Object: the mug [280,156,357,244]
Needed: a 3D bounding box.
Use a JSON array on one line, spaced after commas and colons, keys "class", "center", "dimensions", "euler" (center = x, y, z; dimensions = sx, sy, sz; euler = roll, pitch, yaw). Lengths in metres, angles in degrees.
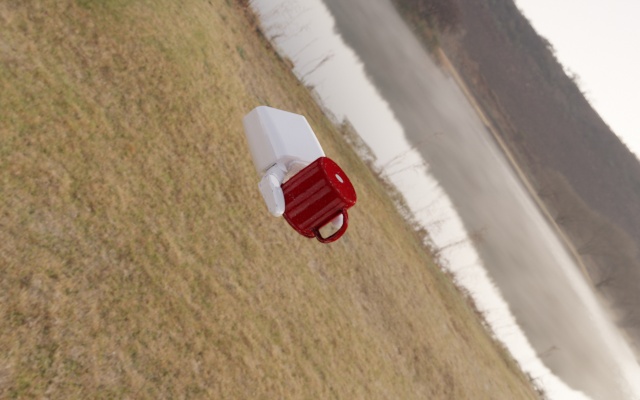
[{"class": "mug", "center": [0.001, 0.003, 0.654], "dimensions": [0.081, 0.117, 0.093], "euler": [-36, -30, 21]}]
